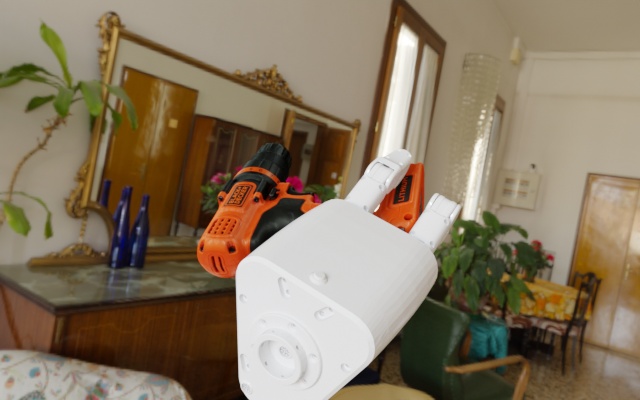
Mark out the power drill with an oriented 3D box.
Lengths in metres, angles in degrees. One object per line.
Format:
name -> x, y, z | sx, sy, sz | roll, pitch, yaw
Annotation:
power drill -> 0.000, 0.002, 0.444 | 0.187, 0.057, 0.184 | 0, 38, 15
